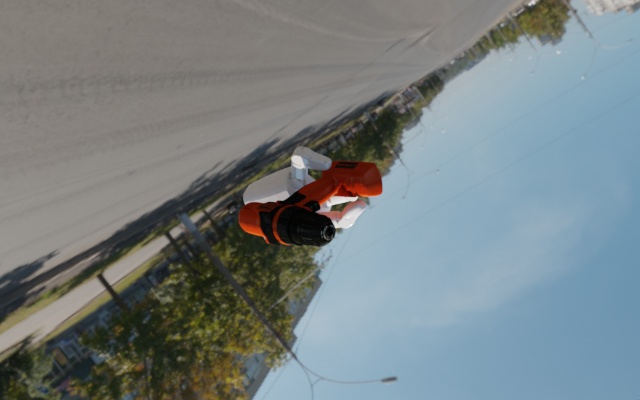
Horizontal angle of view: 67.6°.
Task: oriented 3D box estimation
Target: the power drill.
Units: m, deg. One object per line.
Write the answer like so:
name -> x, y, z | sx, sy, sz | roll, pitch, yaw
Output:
power drill -> 0.000, 0.002, 0.671 | 0.187, 0.057, 0.184 | -28, 24, -35
